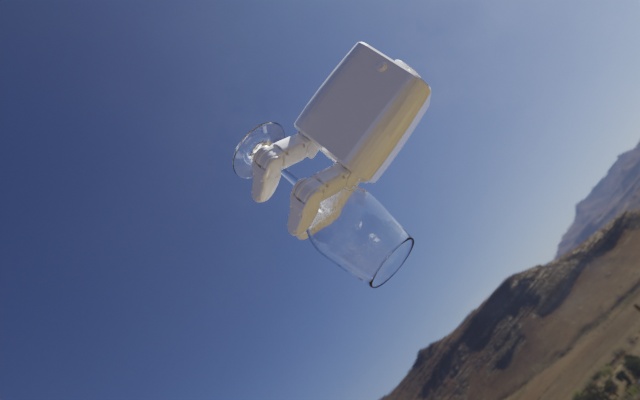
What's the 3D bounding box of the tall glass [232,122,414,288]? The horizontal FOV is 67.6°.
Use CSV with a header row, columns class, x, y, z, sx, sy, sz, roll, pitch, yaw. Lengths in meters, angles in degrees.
class,x,y,z,sx,sy,sz,roll,pitch,yaw
tall glass,0.000,0.001,0.493,0.201,0.079,0.079,41,20,25
